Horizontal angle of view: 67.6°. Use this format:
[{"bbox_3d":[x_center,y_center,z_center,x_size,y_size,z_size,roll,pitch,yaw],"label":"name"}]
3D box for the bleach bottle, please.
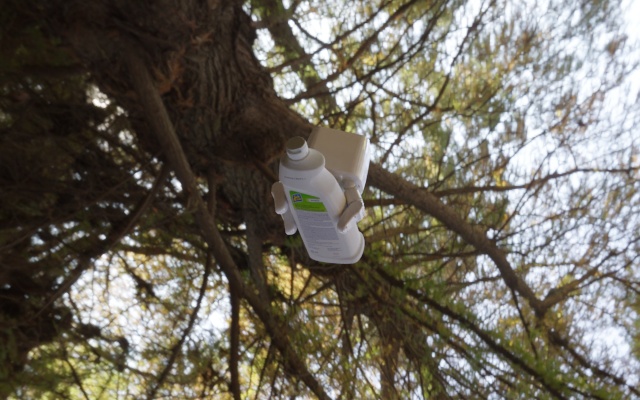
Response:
[{"bbox_3d":[0.000,0.003,0.763,0.102,0.068,0.251,1,-41,18],"label":"bleach bottle"}]
